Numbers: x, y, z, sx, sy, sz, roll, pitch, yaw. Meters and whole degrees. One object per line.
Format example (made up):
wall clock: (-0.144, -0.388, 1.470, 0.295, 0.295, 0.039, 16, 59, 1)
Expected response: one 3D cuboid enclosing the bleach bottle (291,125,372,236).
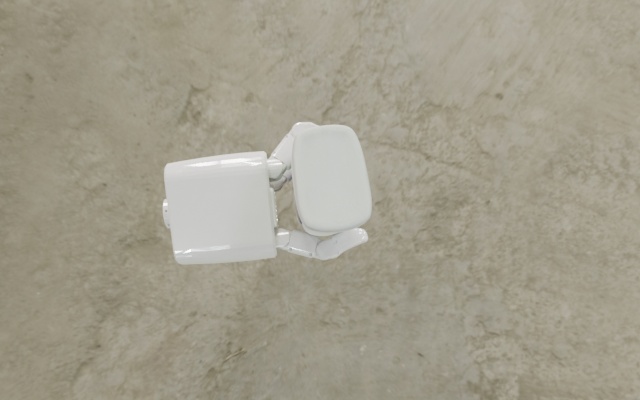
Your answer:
bleach bottle: (0.000, 0.002, 0.544, 0.068, 0.102, 0.251, -7, -11, -6)
